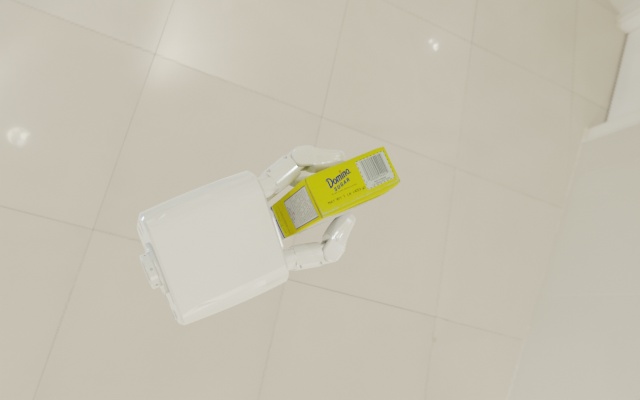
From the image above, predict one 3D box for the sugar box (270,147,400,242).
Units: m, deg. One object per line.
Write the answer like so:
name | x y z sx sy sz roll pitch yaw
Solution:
sugar box | 0.000 0.001 0.510 0.093 0.048 0.176 -23 -2 -26
